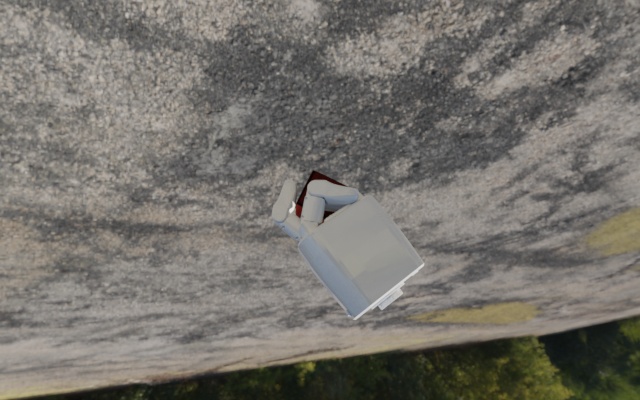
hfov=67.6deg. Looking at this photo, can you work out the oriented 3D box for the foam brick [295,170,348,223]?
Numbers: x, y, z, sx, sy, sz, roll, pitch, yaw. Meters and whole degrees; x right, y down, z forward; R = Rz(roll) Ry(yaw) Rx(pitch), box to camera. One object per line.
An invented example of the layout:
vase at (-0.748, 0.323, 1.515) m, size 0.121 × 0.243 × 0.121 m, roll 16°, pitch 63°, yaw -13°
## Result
foam brick at (0.000, 0.002, 0.644) m, size 0.051 × 0.053 × 0.078 m, roll 26°, pitch -13°, yaw 3°
